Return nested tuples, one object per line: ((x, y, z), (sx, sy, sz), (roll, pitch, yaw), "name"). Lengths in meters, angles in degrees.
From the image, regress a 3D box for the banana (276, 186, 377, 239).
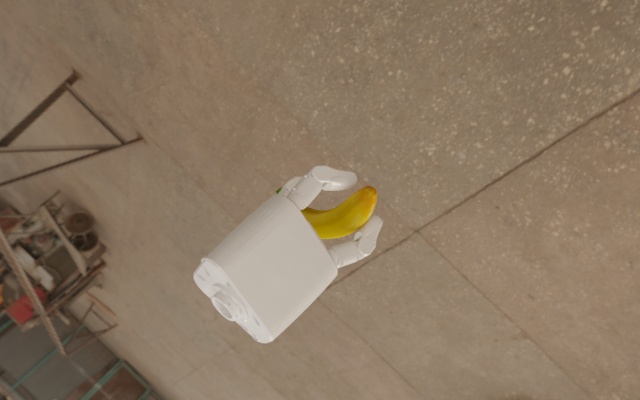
((0.006, 0.018, 0.605), (0.037, 0.070, 0.198), (-39, 23, -32), "banana")
